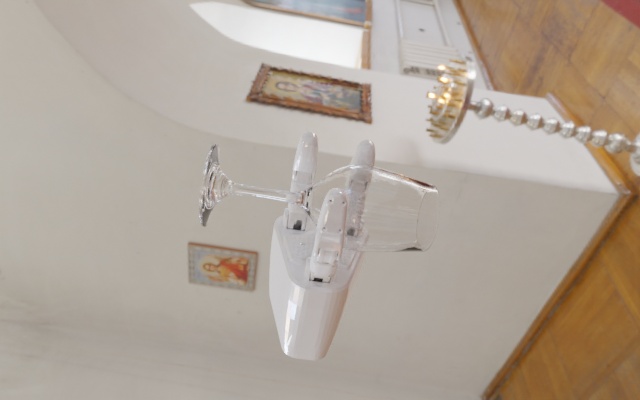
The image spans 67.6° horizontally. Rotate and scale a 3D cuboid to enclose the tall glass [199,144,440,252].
[{"bbox_3d":[-0.001,0.001,0.428,0.201,0.079,0.079,8,-1,-3],"label":"tall glass"}]
